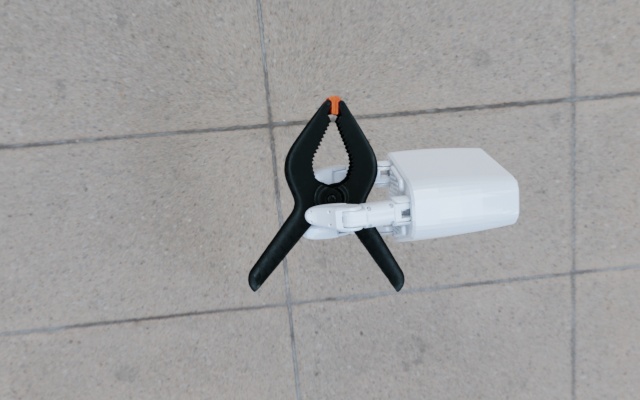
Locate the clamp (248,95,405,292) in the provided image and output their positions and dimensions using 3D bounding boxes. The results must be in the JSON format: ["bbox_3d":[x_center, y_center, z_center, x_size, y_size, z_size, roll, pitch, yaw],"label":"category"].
[{"bbox_3d":[0.000,0.001,0.488,0.164,0.210,0.036,-6,10,-5],"label":"clamp"}]
